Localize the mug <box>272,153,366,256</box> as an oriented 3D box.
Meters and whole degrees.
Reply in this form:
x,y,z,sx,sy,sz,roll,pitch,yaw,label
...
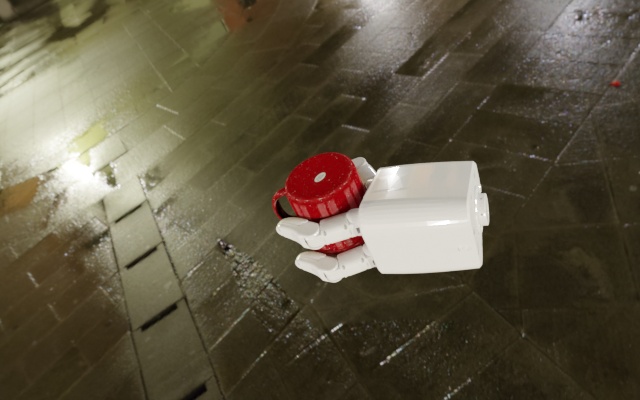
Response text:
x,y,z,sx,sy,sz,roll,pitch,yaw,label
-0.001,0.002,0.542,0.117,0.093,0.082,-5,-46,23,mug
